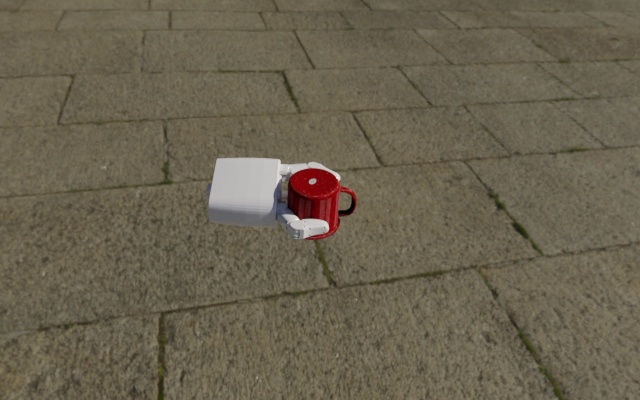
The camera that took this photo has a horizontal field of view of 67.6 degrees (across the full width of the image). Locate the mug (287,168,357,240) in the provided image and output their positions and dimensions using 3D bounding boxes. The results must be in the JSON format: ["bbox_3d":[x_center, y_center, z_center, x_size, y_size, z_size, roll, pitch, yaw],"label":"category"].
[{"bbox_3d":[0.002,0.002,0.762,0.117,0.082,0.093,1,38,-3],"label":"mug"}]
